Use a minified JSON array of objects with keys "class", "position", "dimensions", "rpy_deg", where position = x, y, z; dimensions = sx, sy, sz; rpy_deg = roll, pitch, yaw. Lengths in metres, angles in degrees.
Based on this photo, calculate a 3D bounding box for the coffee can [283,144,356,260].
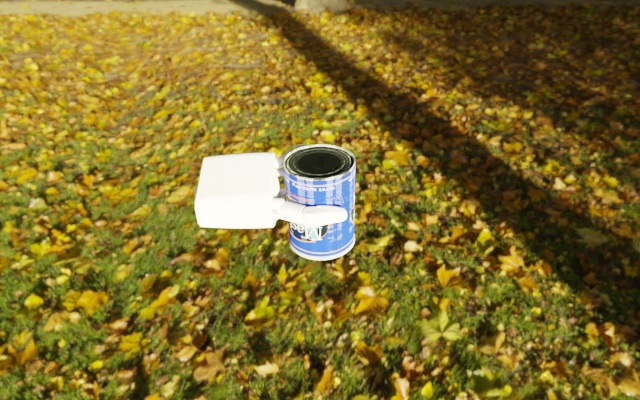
[{"class":"coffee can","position":[0.000,0.002,0.705],"dimensions":[0.103,0.140,0.102],"rpy_deg":[-1,33,1]}]
